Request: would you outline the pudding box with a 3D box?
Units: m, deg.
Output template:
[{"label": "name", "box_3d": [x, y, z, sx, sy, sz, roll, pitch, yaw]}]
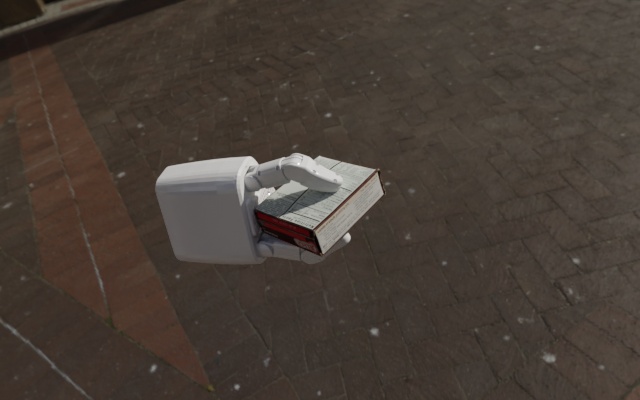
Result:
[{"label": "pudding box", "box_3d": [0.000, 0.002, 0.507, 0.090, 0.039, 0.113, 18, 50, 40]}]
